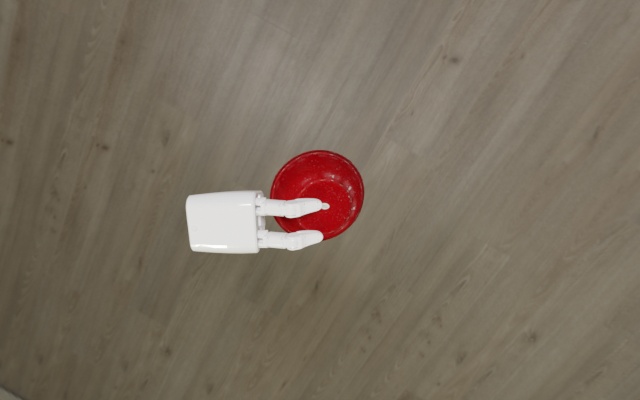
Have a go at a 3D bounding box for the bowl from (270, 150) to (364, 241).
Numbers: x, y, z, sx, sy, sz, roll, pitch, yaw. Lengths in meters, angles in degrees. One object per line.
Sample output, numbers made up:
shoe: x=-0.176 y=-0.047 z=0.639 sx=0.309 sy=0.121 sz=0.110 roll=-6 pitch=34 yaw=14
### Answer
bowl: x=0.001 y=0.002 z=0.774 sx=0.162 sy=0.162 sz=0.055 roll=0 pitch=19 yaw=-11
